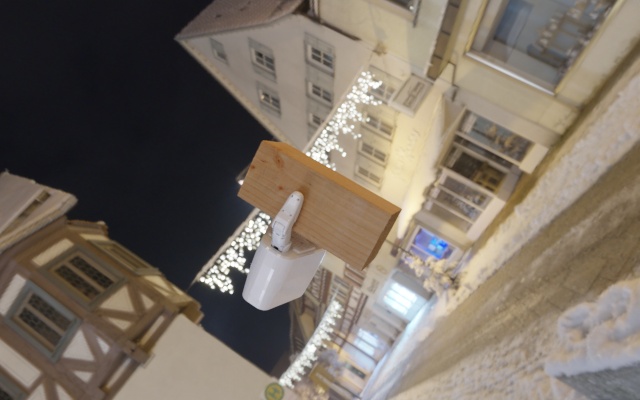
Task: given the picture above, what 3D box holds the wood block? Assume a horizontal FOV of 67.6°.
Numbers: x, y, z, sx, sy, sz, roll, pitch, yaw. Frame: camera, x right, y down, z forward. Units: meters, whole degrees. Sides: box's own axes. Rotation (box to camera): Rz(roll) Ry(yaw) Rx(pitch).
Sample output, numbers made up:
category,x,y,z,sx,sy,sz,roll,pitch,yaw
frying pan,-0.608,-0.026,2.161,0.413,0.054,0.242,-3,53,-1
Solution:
category,x,y,z,sx,sy,sz,roll,pitch,yaw
wood block,0.000,0.003,0.682,0.206,0.090,0.091,30,14,13
